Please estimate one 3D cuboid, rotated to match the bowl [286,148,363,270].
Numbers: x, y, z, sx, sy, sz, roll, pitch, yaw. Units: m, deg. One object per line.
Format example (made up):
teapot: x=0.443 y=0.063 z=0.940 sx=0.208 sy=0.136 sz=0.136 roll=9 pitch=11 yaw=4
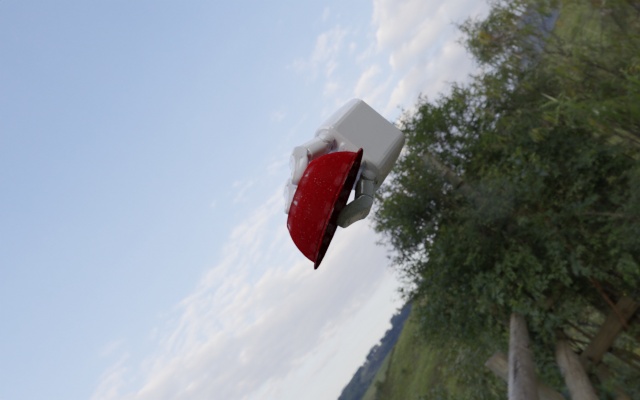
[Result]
bowl: x=-0.001 y=0.002 z=0.594 sx=0.055 sy=0.162 sz=0.162 roll=21 pitch=2 yaw=6
